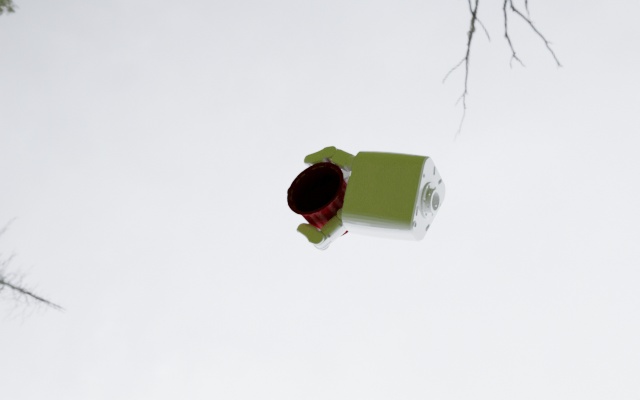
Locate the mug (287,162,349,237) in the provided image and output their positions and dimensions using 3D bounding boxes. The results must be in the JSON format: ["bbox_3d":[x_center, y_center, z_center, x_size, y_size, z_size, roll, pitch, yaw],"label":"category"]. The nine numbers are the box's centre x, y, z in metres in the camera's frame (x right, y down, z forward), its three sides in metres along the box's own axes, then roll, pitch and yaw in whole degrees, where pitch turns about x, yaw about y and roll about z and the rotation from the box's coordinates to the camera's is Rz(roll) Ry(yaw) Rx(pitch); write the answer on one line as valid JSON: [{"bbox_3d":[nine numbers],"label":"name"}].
[{"bbox_3d":[-0.001,0.002,0.720,0.117,0.093,0.081,8,-29,37],"label":"mug"}]
